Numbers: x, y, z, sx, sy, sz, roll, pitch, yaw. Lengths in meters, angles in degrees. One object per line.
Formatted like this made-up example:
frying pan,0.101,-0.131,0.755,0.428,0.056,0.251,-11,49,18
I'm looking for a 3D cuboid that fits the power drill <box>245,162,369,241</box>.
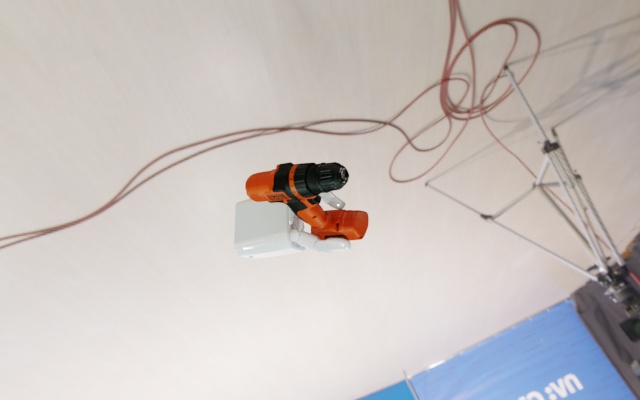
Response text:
power drill,0.000,0.003,0.759,0.184,0.057,0.188,-4,-32,37
